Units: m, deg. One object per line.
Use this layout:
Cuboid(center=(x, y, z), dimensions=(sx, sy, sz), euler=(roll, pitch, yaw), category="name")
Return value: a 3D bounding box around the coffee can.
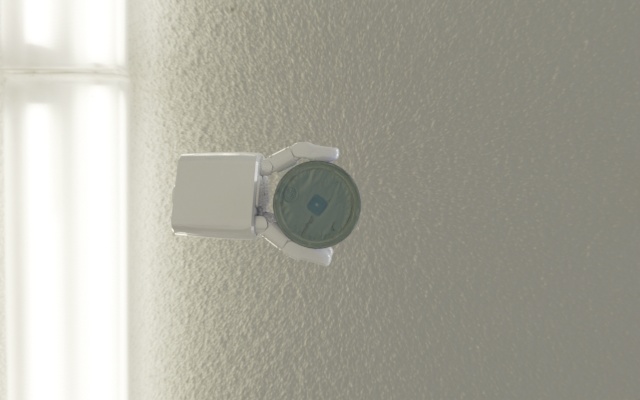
Cuboid(center=(0.000, 0.002, 0.618), dimensions=(0.103, 0.103, 0.140), euler=(0, 3, 4), category="coffee can")
